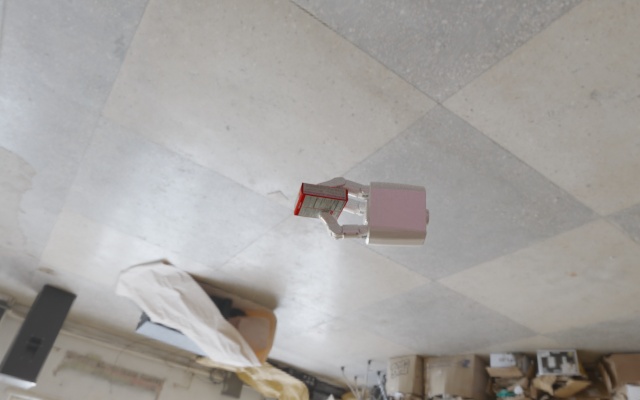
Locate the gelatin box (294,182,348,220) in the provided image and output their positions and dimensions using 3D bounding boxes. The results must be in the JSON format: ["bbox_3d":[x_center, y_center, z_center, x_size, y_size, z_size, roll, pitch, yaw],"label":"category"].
[{"bbox_3d":[0.000,0.003,0.893,0.089,0.030,0.073,7,-35,-12],"label":"gelatin box"}]
